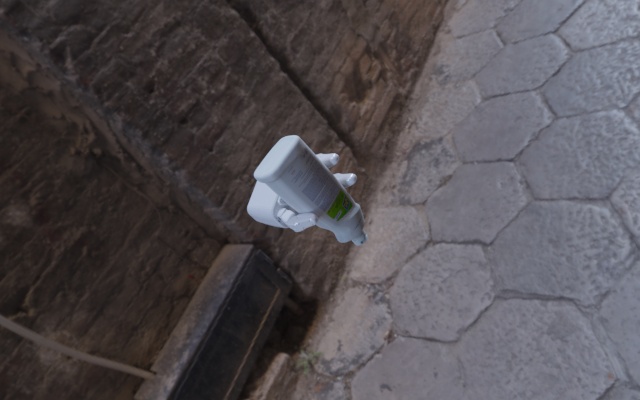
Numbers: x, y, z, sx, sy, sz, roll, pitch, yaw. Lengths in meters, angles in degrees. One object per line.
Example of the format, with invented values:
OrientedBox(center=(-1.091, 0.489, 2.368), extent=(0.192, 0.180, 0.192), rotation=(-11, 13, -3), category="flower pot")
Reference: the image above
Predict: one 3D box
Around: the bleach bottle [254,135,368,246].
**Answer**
OrientedBox(center=(0.000, 0.003, 0.858), extent=(0.068, 0.102, 0.251), rotation=(5, -36, 53), category="bleach bottle")
